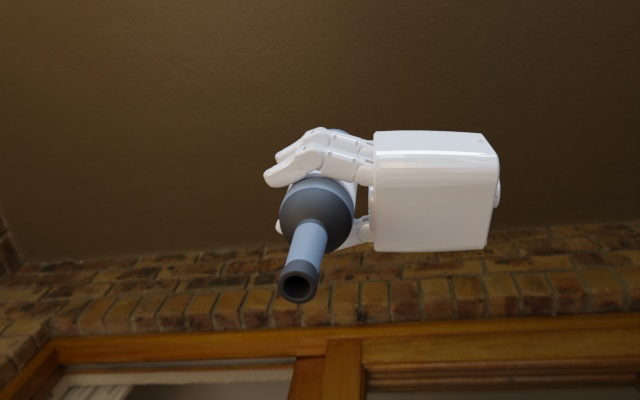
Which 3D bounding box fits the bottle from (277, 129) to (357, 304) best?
[{"bbox_3d":[0.000,0.001,0.459,0.069,0.069,0.295,0,23,7],"label":"bottle"}]
